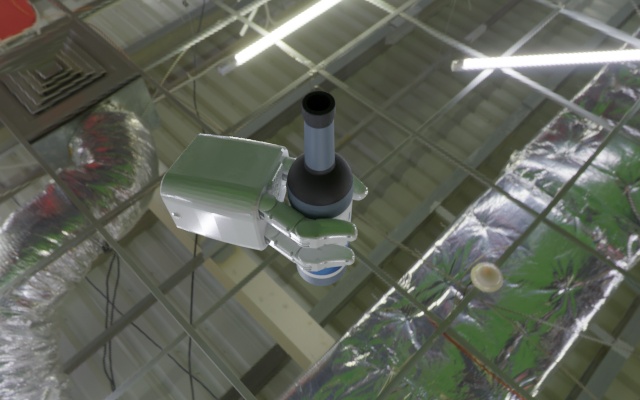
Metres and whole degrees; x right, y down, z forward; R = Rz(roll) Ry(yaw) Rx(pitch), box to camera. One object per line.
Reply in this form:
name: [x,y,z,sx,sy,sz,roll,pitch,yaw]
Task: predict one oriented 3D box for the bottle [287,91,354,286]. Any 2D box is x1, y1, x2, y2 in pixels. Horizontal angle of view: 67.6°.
bottle: [0.000,0.002,0.504,0.069,0.069,0.296,0,-33,1]
